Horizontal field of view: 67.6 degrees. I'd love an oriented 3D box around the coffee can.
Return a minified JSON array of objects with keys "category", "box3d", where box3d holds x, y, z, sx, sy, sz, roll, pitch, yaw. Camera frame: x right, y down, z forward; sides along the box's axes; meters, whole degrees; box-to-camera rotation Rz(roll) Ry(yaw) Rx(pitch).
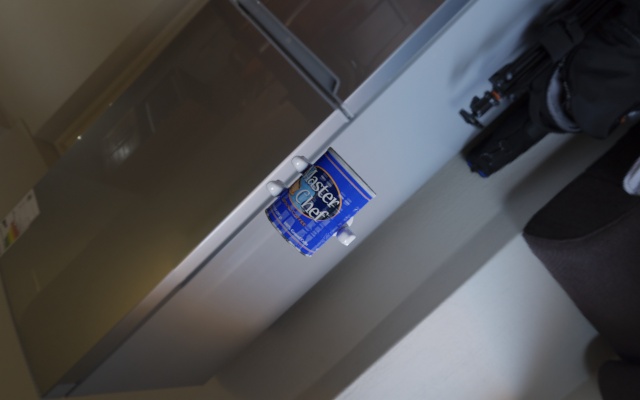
[{"category":"coffee can","box3d":[0.000,0.002,0.731,0.140,0.103,0.103,-44,-6,6]}]
